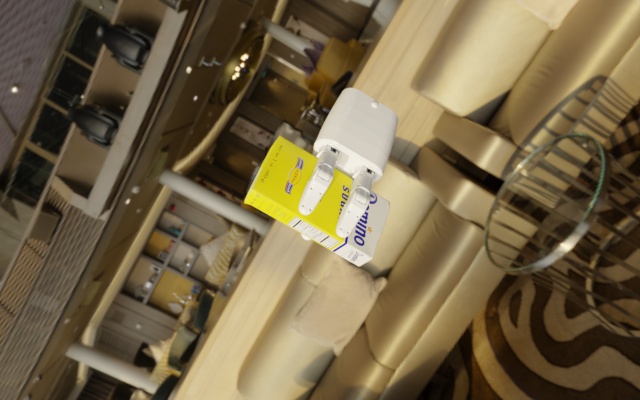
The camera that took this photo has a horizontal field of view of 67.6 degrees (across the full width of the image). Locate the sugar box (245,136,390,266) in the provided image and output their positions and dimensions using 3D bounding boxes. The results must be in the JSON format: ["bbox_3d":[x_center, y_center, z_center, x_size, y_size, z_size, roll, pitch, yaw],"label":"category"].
[{"bbox_3d":[0.000,0.002,0.616,0.176,0.093,0.048,28,-31,-10],"label":"sugar box"}]
